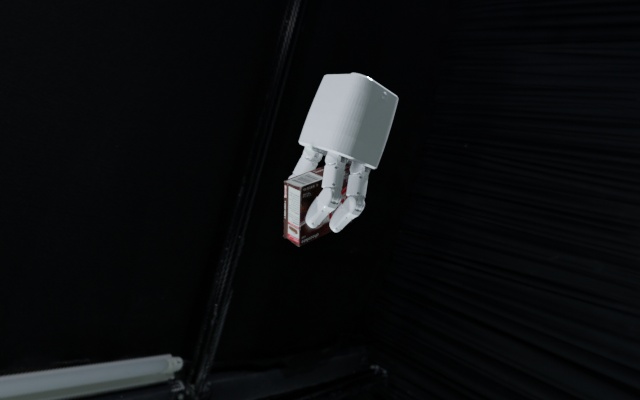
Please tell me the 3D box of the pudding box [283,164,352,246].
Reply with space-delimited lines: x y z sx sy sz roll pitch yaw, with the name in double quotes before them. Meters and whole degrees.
"pudding box" 0.000 0.002 0.672 0.113 0.090 0.039 -21 34 -39
